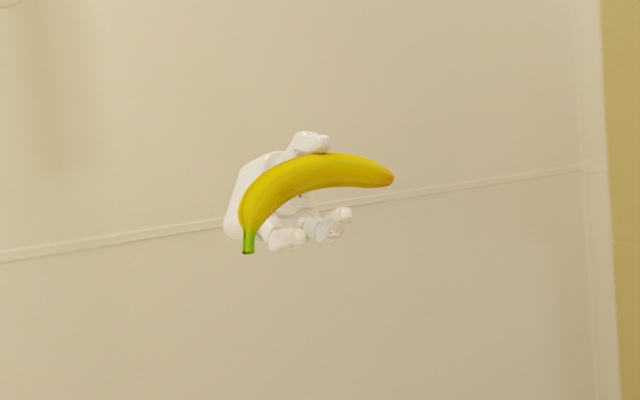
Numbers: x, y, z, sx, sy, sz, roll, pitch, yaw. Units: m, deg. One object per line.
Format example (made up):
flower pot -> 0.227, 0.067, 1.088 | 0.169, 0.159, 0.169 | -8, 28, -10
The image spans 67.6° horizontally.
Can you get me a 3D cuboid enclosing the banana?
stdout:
banana -> -0.010, -0.014, 0.495 | 0.197, 0.069, 0.037 | -25, 3, -28
